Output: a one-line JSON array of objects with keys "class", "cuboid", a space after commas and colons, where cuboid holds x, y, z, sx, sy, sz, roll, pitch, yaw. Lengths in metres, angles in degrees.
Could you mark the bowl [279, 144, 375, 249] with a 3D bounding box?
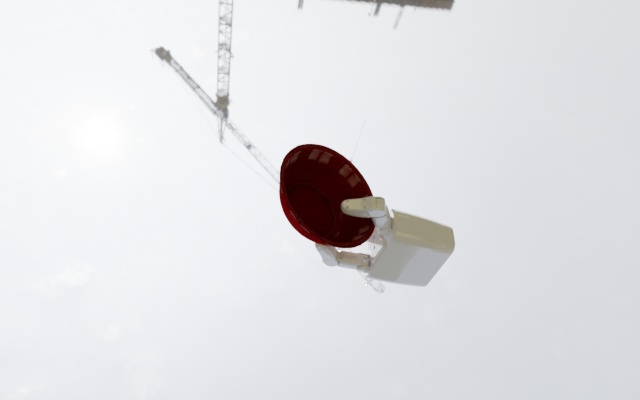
[{"class": "bowl", "cuboid": [-0.001, 0.002, 0.668, 0.162, 0.162, 0.055, 0, -27, -40]}]
